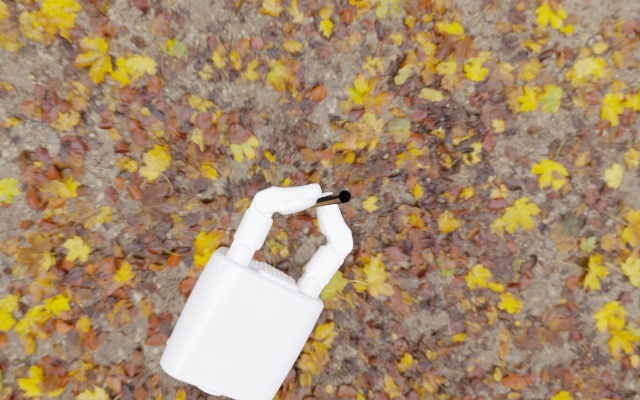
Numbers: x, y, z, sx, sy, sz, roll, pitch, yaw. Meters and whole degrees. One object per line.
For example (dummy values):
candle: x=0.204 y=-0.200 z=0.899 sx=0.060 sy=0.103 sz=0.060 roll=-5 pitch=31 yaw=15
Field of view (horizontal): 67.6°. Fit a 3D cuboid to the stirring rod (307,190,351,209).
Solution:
stirring rod: x=0.000 y=0.001 z=0.414 sx=0.011 sy=0.011 sz=0.239 roll=0 pitch=-2 yaw=-7
